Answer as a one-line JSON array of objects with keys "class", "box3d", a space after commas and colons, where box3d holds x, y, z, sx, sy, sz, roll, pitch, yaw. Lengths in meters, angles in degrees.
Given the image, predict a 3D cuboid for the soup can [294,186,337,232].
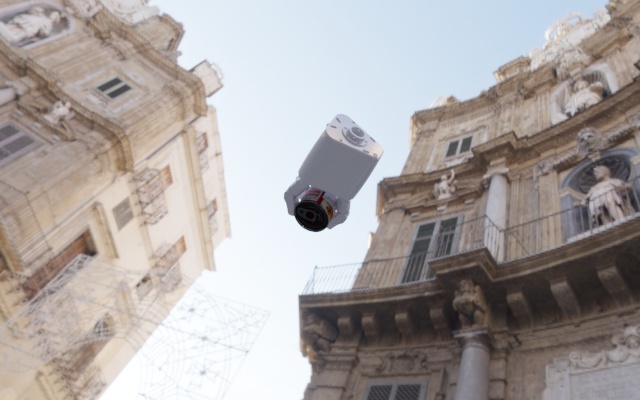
[{"class": "soup can", "box3d": [0.000, 0.003, 0.898, 0.068, 0.068, 0.102, 0, 33, 24]}]
